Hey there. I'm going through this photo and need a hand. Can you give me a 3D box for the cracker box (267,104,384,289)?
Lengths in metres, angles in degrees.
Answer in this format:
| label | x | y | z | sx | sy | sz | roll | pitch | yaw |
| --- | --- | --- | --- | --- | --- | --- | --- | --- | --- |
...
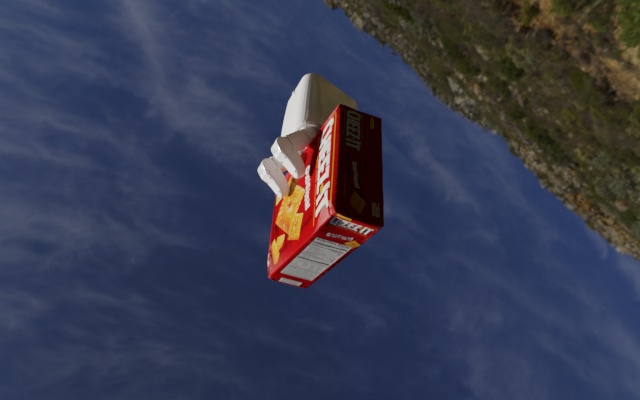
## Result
| label | x | y | z | sx | sy | sz | roll | pitch | yaw |
| --- | --- | --- | --- | --- | --- | --- | --- | --- | --- |
| cracker box | 0.000 | 0.002 | 0.642 | 0.072 | 0.164 | 0.214 | 16 | -35 | -20 |
